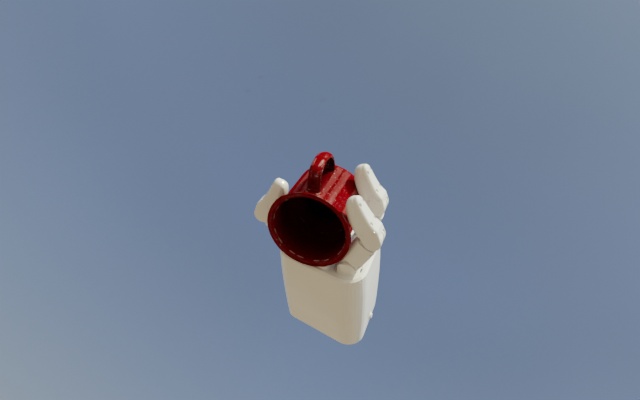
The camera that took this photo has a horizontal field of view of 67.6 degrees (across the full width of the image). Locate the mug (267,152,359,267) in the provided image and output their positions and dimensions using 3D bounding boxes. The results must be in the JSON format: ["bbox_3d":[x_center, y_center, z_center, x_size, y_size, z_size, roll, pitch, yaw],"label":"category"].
[{"bbox_3d":[0.000,0.000,0.519,0.093,0.117,0.081,10,34,17],"label":"mug"}]
